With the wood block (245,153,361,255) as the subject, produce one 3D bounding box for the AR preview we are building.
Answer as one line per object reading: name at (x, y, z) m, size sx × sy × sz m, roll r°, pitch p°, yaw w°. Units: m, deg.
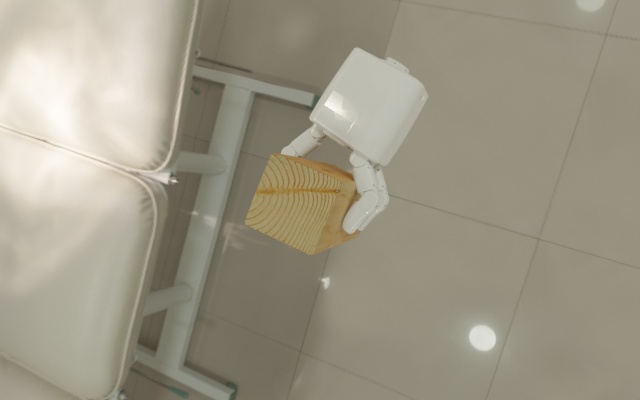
wood block at (0.000, 0.002, 0.618) m, size 0.091 × 0.090 × 0.206 m, roll 24°, pitch 8°, yaw 16°
